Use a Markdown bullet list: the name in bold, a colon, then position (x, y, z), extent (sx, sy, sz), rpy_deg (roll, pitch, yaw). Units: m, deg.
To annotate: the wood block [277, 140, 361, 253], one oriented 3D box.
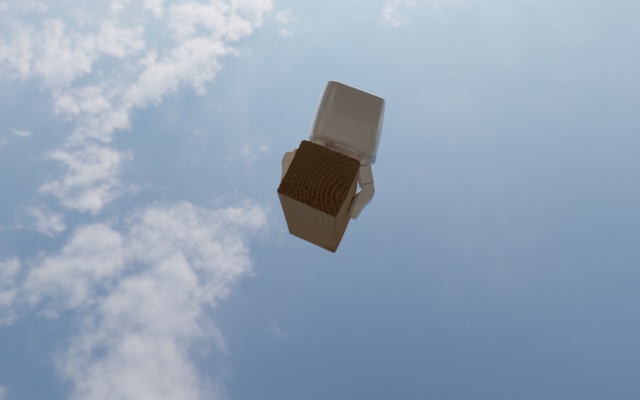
- **wood block**: position (0.001, 0.002, 0.741), extent (0.091, 0.090, 0.206), rpy_deg (22, -17, 9)
